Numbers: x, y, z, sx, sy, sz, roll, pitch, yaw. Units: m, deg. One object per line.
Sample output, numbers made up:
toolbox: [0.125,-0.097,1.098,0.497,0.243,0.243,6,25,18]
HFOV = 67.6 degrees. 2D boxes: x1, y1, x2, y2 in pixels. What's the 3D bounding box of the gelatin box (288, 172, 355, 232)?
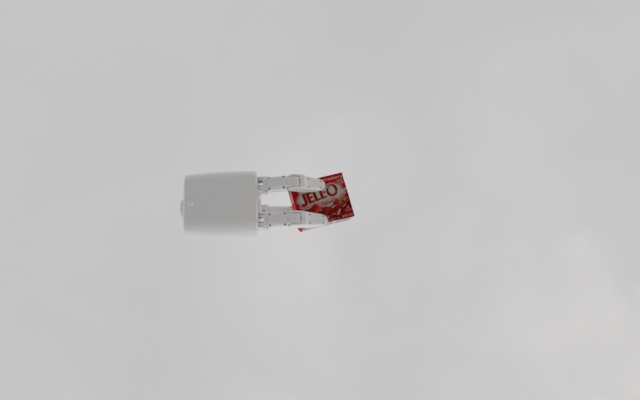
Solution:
gelatin box: [0.000,0.002,0.739,0.089,0.073,0.030,-13,-11,-15]
